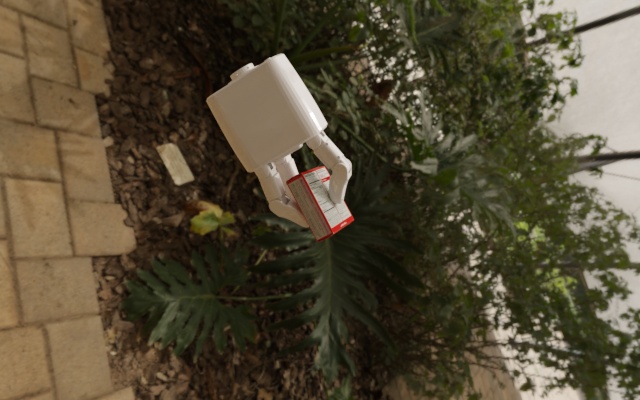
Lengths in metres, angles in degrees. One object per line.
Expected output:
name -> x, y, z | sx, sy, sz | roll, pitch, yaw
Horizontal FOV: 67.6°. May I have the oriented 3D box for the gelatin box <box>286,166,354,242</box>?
gelatin box -> 0.001, 0.002, 0.629 | 0.030, 0.089, 0.073 | -29, -1, 27
